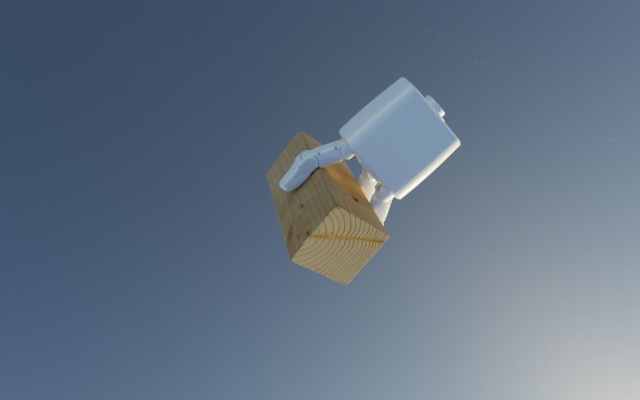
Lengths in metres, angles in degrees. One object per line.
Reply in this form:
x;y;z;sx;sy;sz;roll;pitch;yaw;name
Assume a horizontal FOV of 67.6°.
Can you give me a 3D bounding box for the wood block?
0.000;0.002;0.644;0.091;0.090;0.206;29;20;-29;wood block
